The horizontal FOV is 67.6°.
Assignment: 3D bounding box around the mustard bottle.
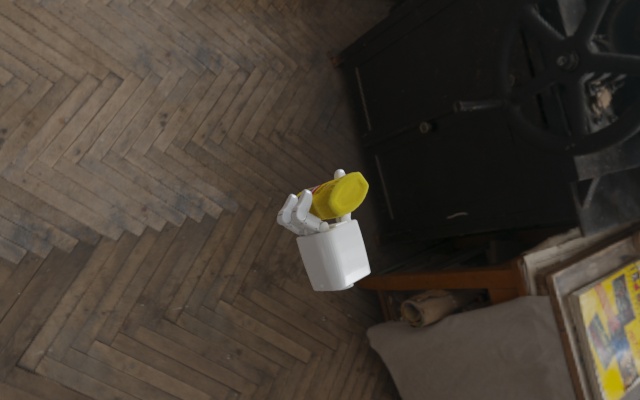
[{"bbox_3d":[0.000,0.003,0.889,0.096,0.058,0.191,-46,15,-30],"label":"mustard bottle"}]
